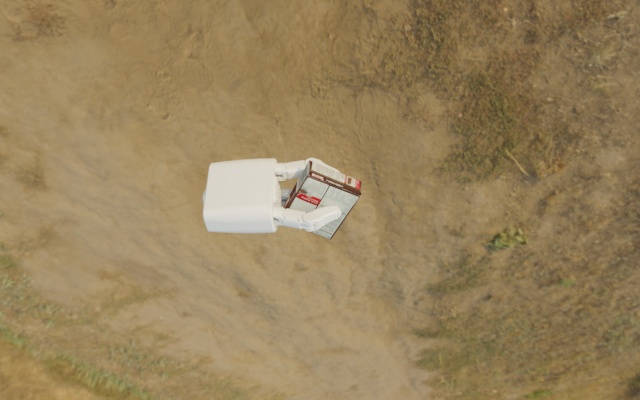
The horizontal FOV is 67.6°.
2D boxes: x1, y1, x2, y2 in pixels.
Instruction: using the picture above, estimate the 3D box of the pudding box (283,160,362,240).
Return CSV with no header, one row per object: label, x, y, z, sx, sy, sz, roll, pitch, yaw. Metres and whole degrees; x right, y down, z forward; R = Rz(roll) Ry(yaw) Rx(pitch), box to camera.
pudding box,0.000,0.003,0.739,0.090,0.039,0.113,21,-47,-13
